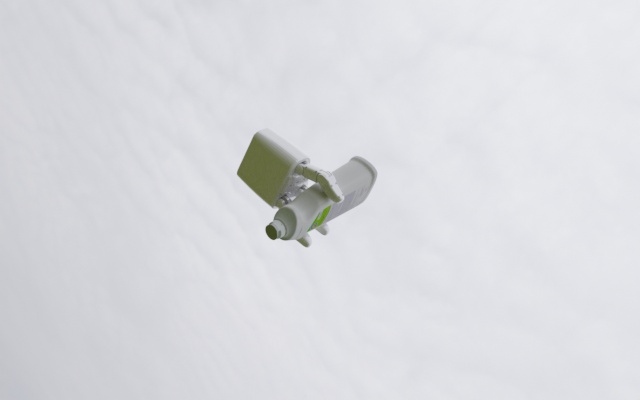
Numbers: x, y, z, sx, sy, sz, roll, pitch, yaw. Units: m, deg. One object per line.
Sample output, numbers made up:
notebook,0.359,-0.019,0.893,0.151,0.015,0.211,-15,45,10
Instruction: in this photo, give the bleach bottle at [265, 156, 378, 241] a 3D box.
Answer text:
bleach bottle,0.000,0.003,0.863,0.068,0.103,0.250,39,42,21
